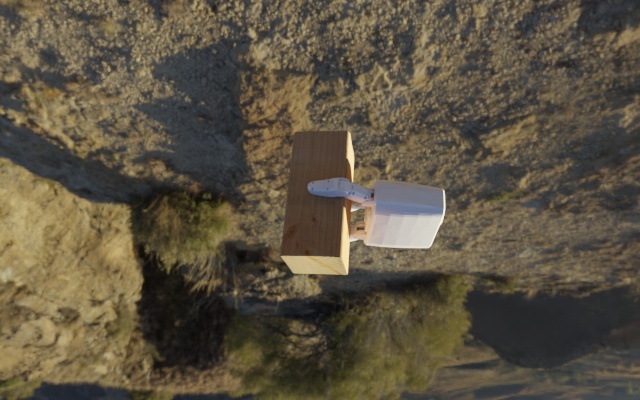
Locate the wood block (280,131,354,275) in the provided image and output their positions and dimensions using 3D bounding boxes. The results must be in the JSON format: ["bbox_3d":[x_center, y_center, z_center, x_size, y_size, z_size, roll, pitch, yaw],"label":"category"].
[{"bbox_3d":[0.000,0.002,0.745,0.090,0.206,0.091,0,-24,10],"label":"wood block"}]
